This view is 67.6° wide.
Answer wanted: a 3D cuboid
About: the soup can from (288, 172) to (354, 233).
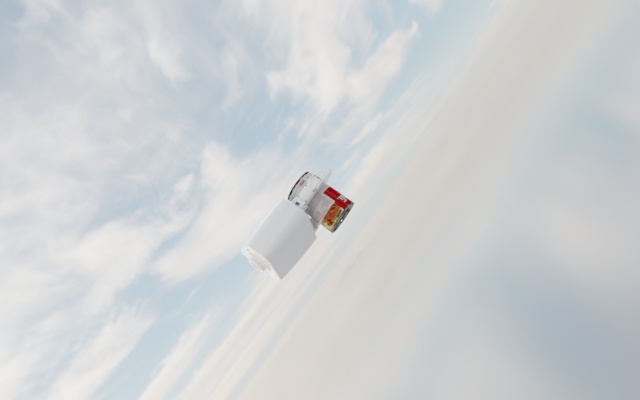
[{"bbox_3d":[0.000,0.002,0.861,0.102,0.068,0.068,35,7,10],"label":"soup can"}]
